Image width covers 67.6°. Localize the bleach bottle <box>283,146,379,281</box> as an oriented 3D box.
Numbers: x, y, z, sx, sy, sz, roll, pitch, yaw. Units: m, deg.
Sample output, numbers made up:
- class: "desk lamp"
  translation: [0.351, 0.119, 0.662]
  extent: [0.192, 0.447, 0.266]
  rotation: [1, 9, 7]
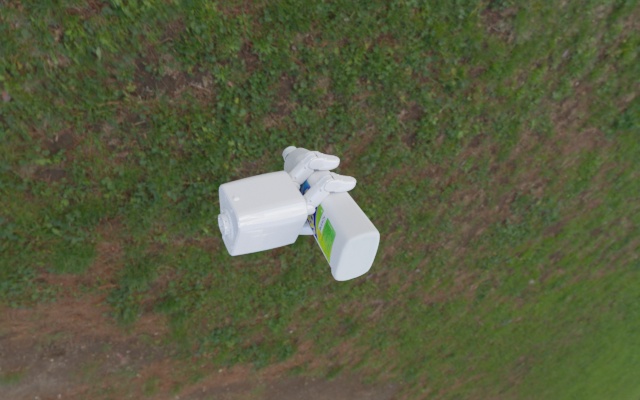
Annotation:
- class: "bleach bottle"
  translation: [0.000, 0.002, 0.770]
  extent: [0.068, 0.103, 0.250]
  rotation: [-12, 46, -25]
